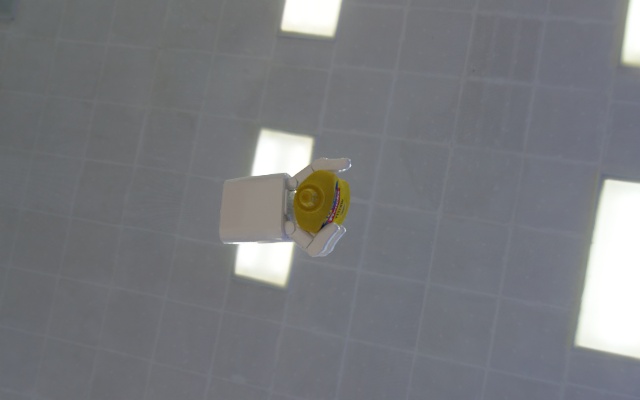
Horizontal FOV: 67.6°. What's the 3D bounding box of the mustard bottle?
[{"bbox_3d":[0.001,0.002,0.735,0.058,0.096,0.191,21,0,14],"label":"mustard bottle"}]
